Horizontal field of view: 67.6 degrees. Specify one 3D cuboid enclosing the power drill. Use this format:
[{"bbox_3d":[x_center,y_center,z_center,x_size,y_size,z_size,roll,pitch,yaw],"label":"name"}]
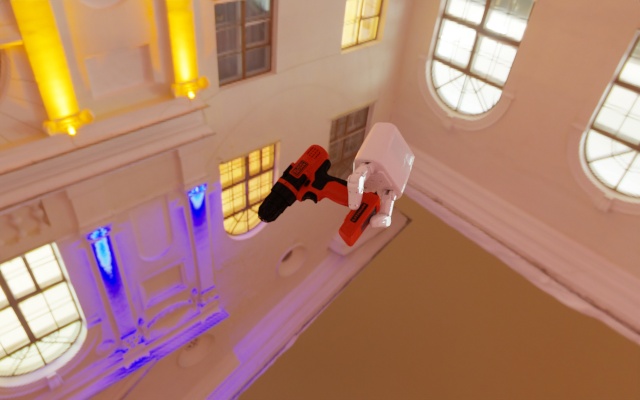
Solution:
[{"bbox_3d":[0.001,0.003,0.879,0.187,0.184,0.057,34,-16,19],"label":"power drill"}]
